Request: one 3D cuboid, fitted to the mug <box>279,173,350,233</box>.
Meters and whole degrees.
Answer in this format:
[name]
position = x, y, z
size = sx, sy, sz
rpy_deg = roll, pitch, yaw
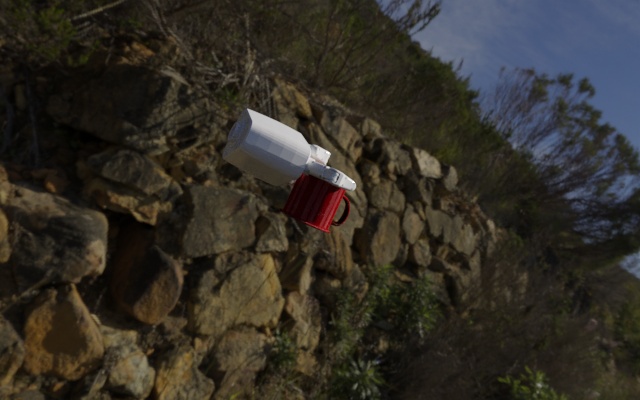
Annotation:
[mug]
position = 0.001, 0.003, 0.797
size = 0.117, 0.081, 0.093
rpy_deg = 24, 1, -25
